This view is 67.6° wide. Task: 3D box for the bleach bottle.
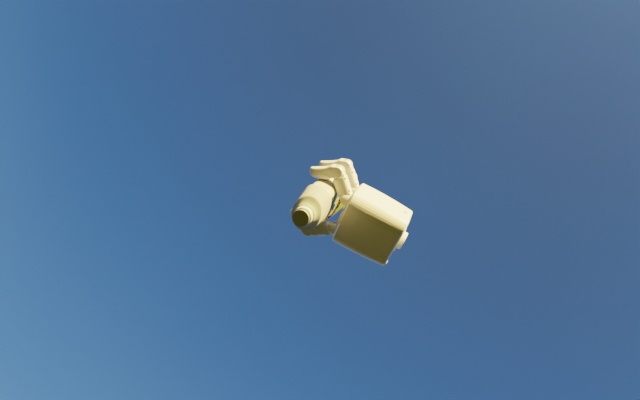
[{"bbox_3d":[0.000,0.003,0.860,0.068,0.102,0.250,29,21,7],"label":"bleach bottle"}]
